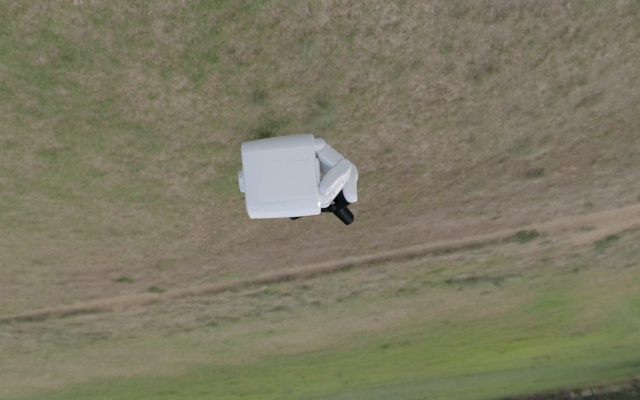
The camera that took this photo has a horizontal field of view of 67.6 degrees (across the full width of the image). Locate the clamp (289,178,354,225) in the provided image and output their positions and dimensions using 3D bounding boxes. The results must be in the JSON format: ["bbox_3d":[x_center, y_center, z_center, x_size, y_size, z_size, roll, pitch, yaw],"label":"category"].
[{"bbox_3d":[0.000,0.003,0.804,0.120,0.039,0.171,-3,-25,-1],"label":"clamp"}]
